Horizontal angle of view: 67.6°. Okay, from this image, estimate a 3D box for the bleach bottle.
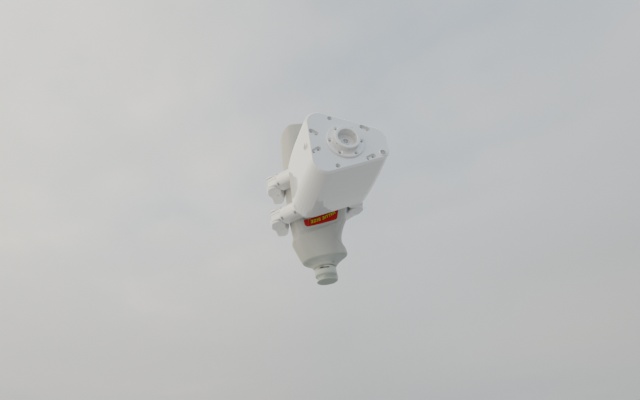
[{"bbox_3d":[0.000,0.002,0.714,0.102,0.250,0.068,0,-30,-16],"label":"bleach bottle"}]
